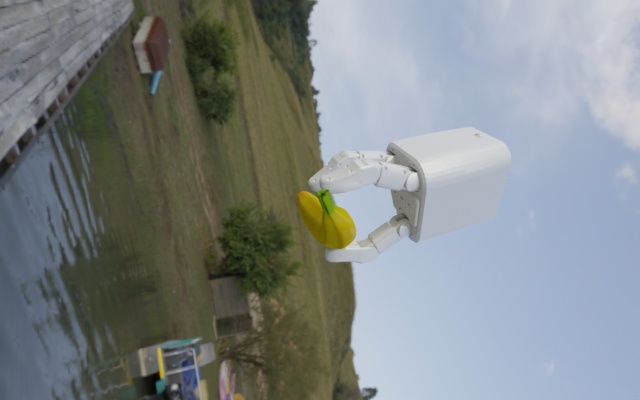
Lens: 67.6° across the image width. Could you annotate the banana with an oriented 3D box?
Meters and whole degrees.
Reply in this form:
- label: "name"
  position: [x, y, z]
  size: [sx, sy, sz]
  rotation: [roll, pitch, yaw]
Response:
- label: "banana"
  position: [0.006, 0.020, 0.536]
  size: [0.037, 0.069, 0.198]
  rotation: [-18, 3, -10]
